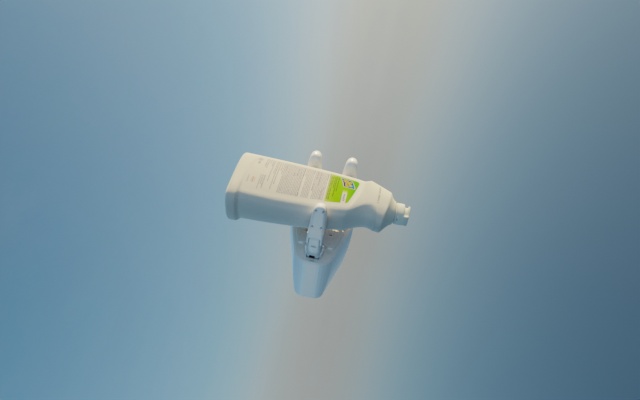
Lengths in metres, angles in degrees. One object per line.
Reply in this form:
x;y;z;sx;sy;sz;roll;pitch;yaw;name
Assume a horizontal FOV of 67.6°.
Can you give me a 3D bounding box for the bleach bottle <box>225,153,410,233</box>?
0.000;0.002;0.679;0.251;0.102;0.068;12;-41;4;bleach bottle
